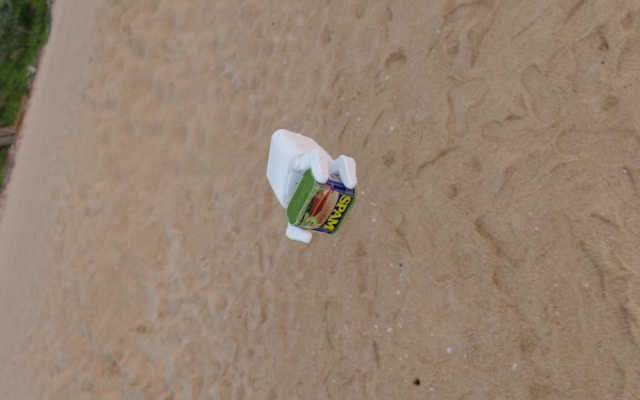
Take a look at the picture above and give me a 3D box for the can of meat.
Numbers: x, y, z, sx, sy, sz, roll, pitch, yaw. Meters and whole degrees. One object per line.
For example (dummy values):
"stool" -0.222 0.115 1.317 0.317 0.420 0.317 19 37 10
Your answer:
"can of meat" 0.000 0.003 0.786 0.084 0.102 0.057 14 27 -32
